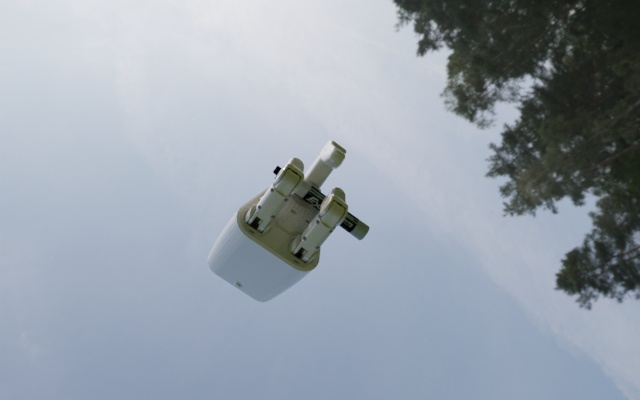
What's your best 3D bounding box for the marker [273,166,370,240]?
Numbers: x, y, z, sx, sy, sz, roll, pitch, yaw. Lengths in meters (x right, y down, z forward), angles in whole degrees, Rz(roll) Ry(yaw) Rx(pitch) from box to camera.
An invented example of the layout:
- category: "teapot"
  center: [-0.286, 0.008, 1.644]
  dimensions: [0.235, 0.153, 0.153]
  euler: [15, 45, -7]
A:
- category: "marker"
  center: [0.000, 0.002, 0.515]
  dimensions: [0.121, 0.020, 0.020]
  euler: [36, -6, -9]
